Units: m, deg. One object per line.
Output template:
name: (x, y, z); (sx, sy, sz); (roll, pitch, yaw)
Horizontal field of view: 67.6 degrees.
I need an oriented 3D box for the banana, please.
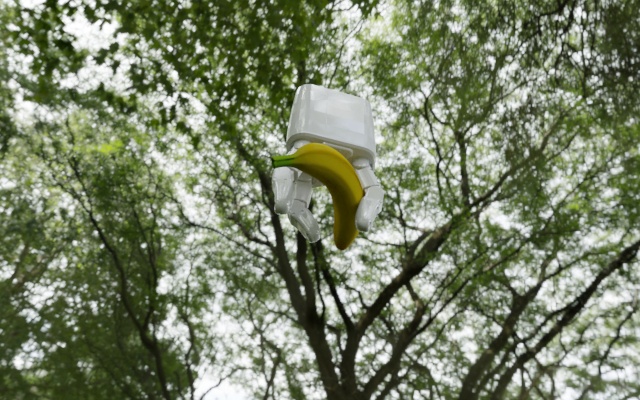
banana: (0.016, -0.007, 0.552); (0.069, 0.037, 0.198); (-22, -41, 12)
